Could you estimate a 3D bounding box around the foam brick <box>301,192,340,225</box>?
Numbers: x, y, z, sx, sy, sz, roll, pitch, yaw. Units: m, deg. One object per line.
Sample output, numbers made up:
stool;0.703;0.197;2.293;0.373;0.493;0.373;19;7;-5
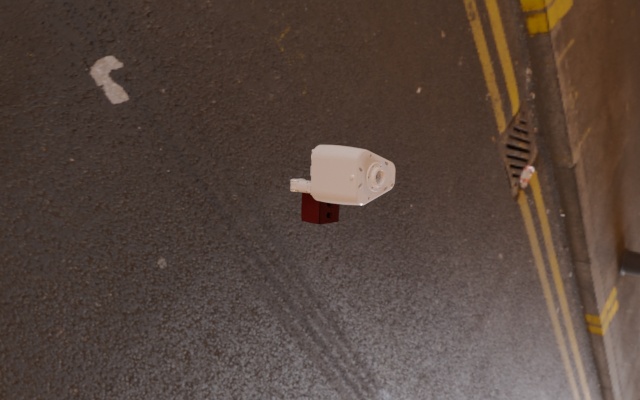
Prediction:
foam brick;0.000;0.003;0.897;0.051;0.078;0.053;9;11;44
